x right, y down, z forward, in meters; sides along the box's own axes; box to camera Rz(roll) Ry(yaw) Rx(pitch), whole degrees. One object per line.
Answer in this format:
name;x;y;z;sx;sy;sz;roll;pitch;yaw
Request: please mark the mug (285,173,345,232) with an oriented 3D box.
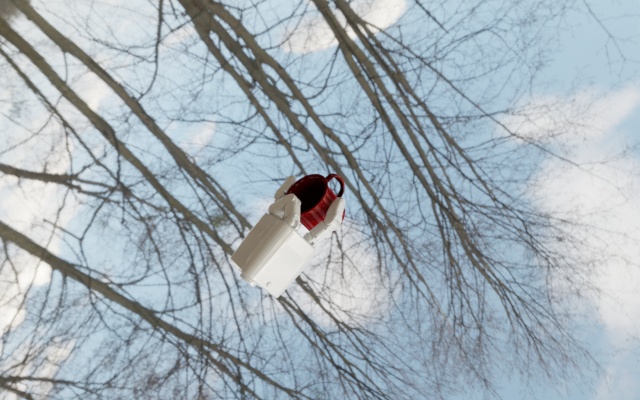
mug;0.001;0.002;0.874;0.093;0.117;0.081;28;-16;48
